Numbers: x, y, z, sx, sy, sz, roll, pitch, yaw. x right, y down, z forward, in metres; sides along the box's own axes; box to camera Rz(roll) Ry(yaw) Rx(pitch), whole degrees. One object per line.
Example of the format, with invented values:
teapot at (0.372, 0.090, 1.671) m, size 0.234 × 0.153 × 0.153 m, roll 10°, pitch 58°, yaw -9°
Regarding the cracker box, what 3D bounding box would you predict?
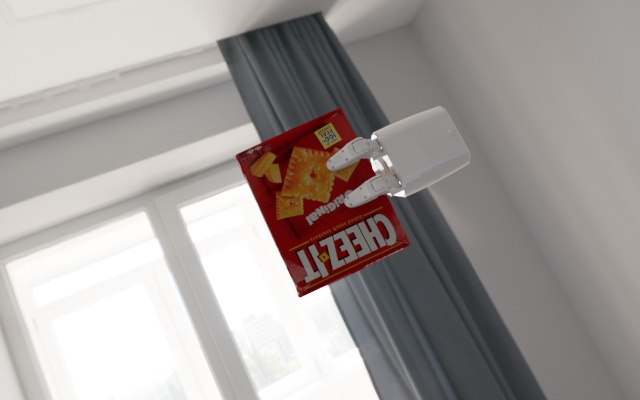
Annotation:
cracker box at (0.000, 0.002, 0.659) m, size 0.164 × 0.213 × 0.072 m, roll -25°, pitch -11°, yaw -7°
